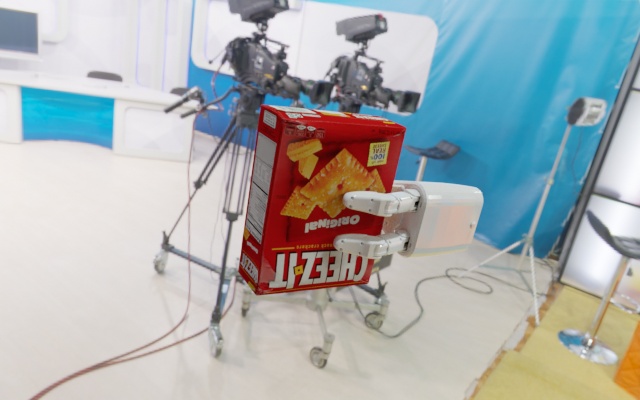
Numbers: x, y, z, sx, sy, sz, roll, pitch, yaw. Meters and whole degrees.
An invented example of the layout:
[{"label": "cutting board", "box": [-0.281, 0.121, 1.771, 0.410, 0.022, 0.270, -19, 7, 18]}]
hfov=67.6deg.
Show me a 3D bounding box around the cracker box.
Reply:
[{"label": "cracker box", "box": [0.000, 0.002, 0.577, 0.164, 0.214, 0.072, 0, 21, -29]}]
